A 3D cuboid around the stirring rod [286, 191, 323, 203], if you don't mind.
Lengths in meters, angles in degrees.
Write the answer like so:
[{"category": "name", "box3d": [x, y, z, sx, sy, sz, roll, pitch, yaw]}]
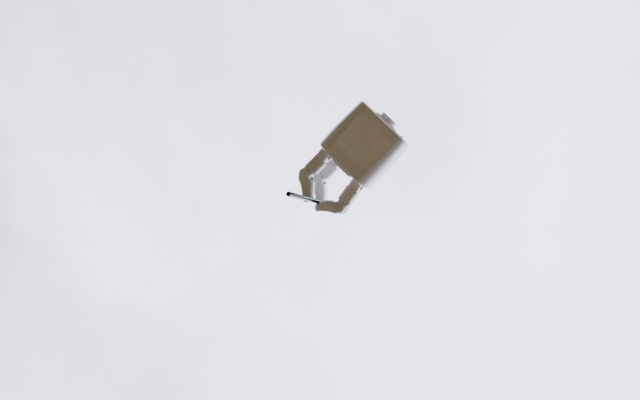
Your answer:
[{"category": "stirring rod", "box3d": [0.000, 0.003, 0.862, 0.011, 0.011, 0.239, 0, -6, 25]}]
